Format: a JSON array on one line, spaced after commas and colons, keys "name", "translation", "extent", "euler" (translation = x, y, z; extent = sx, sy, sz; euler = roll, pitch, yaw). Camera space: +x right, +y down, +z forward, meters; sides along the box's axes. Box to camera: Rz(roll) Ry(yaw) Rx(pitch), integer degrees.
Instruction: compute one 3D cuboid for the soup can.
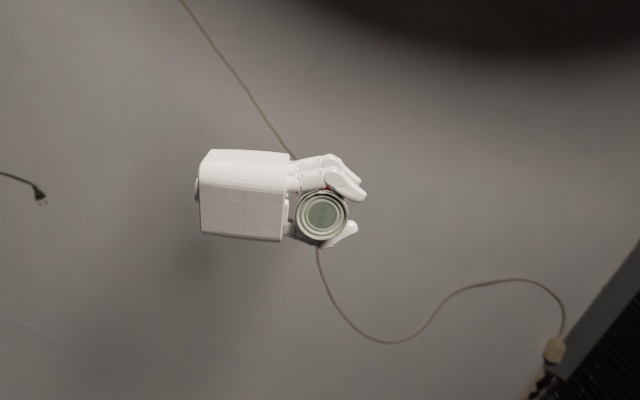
[{"name": "soup can", "translation": [0.001, 0.002, 0.632], "extent": [0.068, 0.068, 0.102], "euler": [0, 20, -2]}]
